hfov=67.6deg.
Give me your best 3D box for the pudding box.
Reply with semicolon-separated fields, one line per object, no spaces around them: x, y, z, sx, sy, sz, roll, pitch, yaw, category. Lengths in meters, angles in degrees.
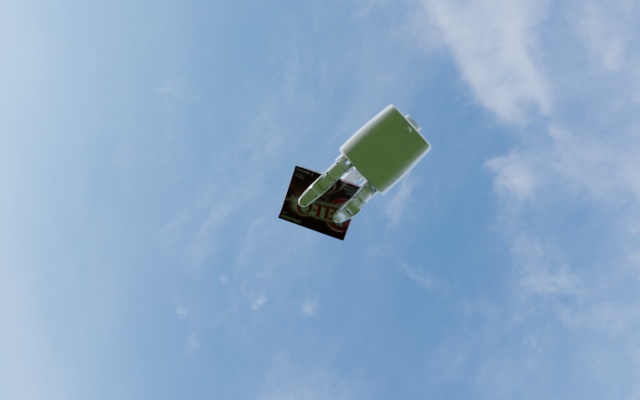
0.000;0.002;0.760;0.113;0.090;0.039;19;9;2;pudding box
